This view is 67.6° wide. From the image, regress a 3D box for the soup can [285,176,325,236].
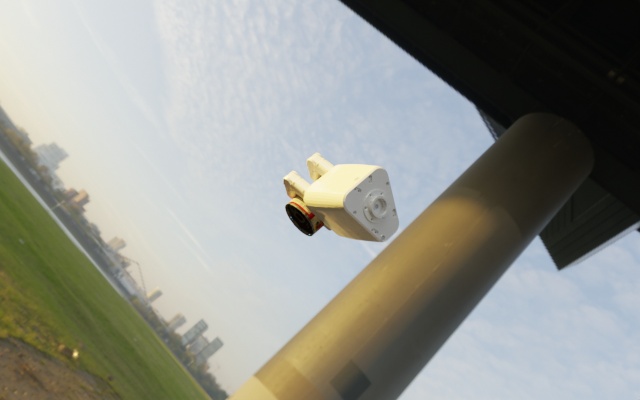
[{"bbox_3d":[0.000,0.003,0.804,0.102,0.068,0.068,-40,18,-24],"label":"soup can"}]
